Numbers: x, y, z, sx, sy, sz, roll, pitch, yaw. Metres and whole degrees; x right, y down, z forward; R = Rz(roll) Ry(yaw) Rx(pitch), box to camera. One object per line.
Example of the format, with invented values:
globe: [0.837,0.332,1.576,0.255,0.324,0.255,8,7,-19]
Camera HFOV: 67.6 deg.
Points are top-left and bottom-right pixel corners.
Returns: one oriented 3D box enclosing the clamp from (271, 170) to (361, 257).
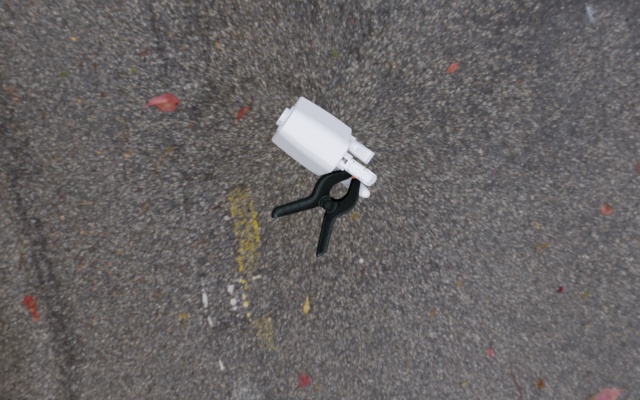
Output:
clamp: [0.000,0.003,0.825,0.120,0.171,0.039,32,8,-18]
